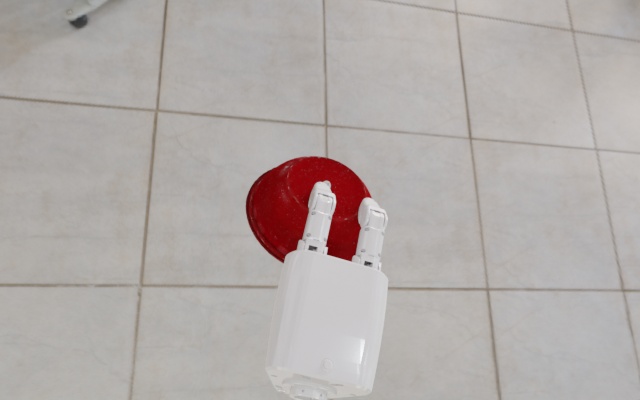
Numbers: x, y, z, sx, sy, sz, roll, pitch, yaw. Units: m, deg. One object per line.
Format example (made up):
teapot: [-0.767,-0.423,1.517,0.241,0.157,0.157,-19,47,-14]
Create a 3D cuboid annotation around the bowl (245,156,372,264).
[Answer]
bowl: [0.000,0.000,0.540,0.162,0.162,0.055,0,-39,-23]
